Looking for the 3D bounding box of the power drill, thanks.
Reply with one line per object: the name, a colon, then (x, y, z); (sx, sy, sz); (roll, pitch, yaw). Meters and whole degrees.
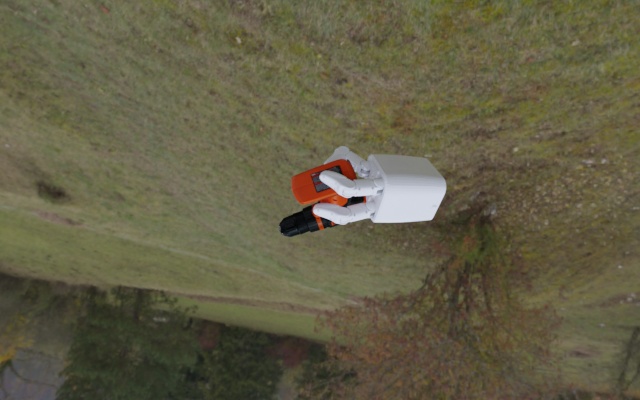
power drill: (0.000, 0.003, 0.852); (0.184, 0.057, 0.188); (-21, -19, -1)
